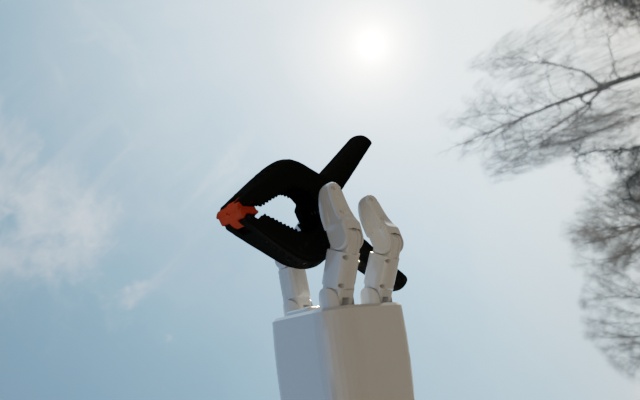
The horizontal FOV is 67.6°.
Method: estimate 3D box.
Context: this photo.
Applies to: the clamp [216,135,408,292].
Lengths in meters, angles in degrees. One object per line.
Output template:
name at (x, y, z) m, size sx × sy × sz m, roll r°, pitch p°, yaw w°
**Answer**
clamp at (-0.001, 0.002, 0.430) m, size 0.036 × 0.164 × 0.210 m, roll -24°, pitch -22°, yaw 39°
